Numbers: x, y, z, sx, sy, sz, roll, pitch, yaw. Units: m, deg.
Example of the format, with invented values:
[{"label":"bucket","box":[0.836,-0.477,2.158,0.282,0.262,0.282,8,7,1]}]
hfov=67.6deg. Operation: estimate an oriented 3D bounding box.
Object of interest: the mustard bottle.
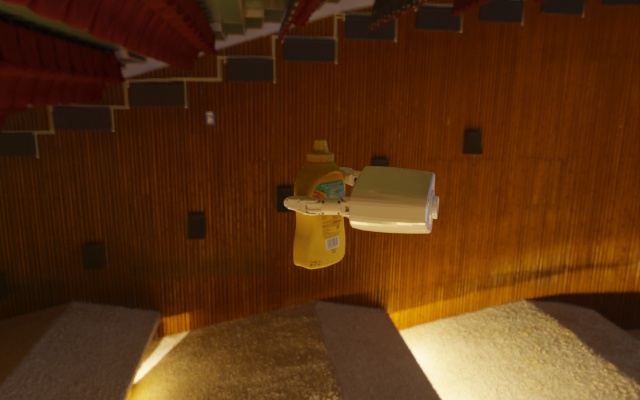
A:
[{"label":"mustard bottle","box":[0.000,0.003,0.736,0.058,0.192,0.096,10,15,40]}]
